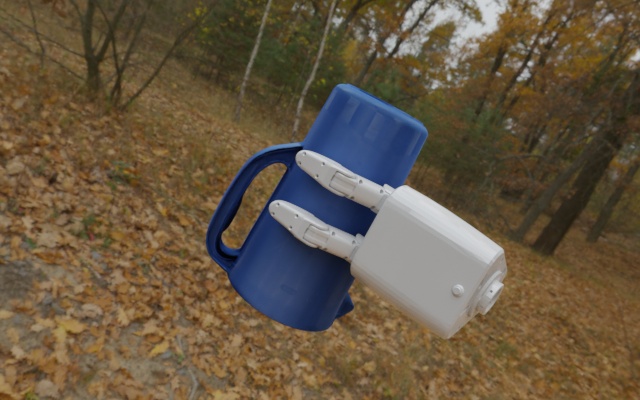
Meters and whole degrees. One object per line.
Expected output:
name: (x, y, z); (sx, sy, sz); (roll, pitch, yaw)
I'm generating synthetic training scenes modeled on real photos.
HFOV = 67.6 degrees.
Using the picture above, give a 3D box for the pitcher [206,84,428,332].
pitcher: (0.000, 0.002, 0.508); (0.145, 0.243, 0.149); (35, 13, 30)
